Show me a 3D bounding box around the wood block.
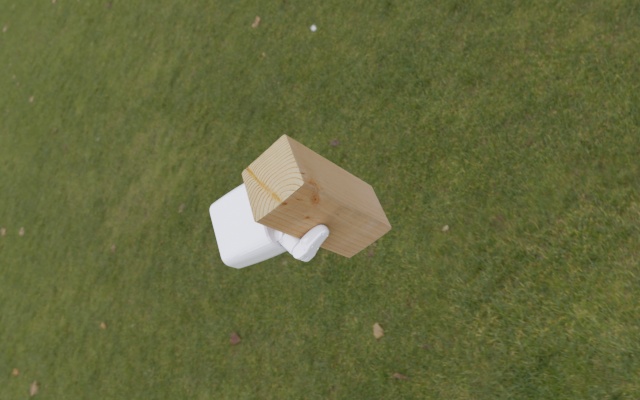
[{"bbox_3d":[0.000,0.003,0.686,0.090,0.090,0.206,-38,-38,23],"label":"wood block"}]
